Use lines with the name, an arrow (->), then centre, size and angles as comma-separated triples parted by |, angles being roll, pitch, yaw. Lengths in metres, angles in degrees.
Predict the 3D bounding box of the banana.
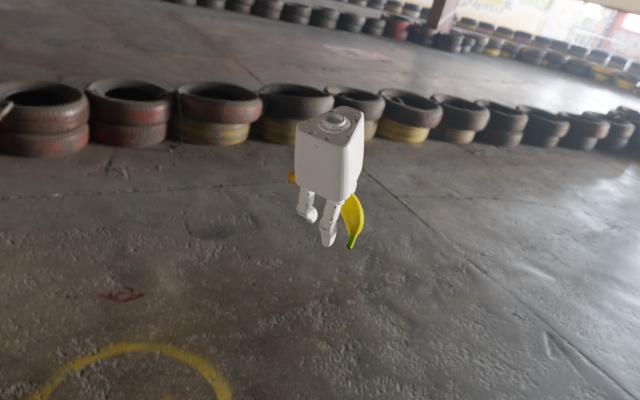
banana -> 0.017, -0.006, 0.834 | 0.069, 0.197, 0.037 | -35, -34, -10
